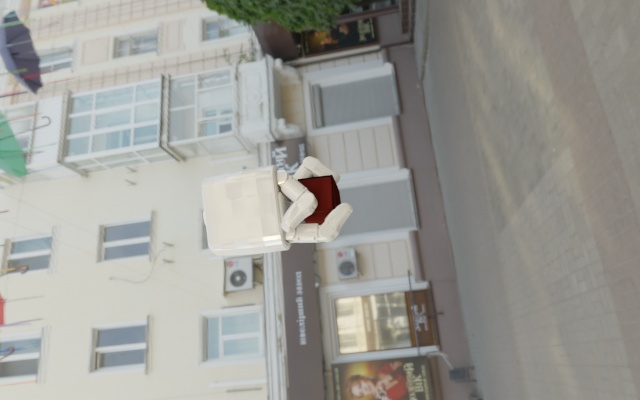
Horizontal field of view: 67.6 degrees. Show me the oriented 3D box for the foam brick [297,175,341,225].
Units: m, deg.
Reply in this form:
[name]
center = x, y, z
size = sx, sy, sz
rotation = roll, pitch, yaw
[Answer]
[foam brick]
center = 0.000, 0.002, 0.688
size = 0.051, 0.053, 0.078
rotation = -8, -20, 8
